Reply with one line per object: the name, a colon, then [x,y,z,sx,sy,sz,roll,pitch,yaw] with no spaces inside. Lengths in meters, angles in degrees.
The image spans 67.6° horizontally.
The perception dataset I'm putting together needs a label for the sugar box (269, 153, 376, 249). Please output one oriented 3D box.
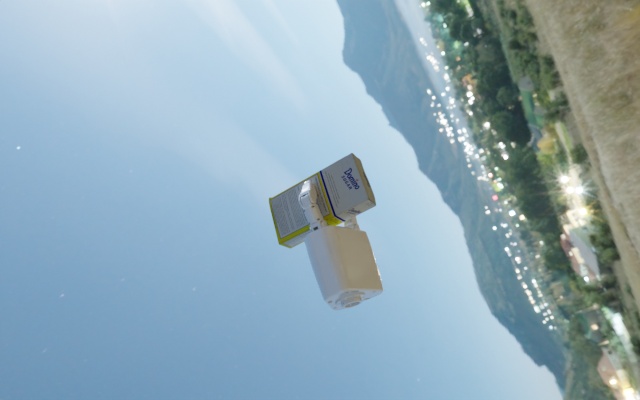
sugar box: [0.000,0.003,0.808,0.176,0.093,0.048,-26,-27,18]
